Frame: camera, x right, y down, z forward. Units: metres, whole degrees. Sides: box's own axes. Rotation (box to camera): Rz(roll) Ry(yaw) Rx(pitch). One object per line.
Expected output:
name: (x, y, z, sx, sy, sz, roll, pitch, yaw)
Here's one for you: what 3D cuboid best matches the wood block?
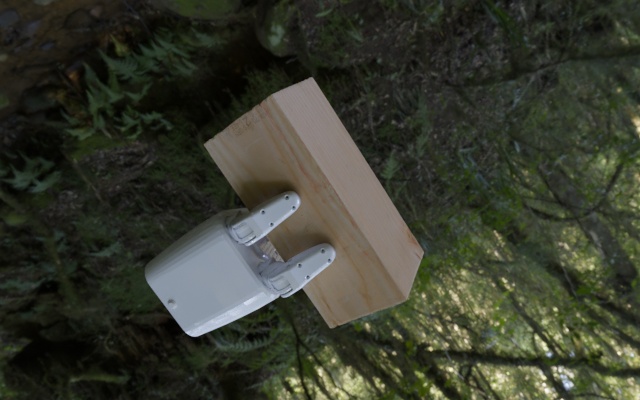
wood block: (0.000, 0.002, 0.451, 0.090, 0.206, 0.090, -29, 10, 30)
